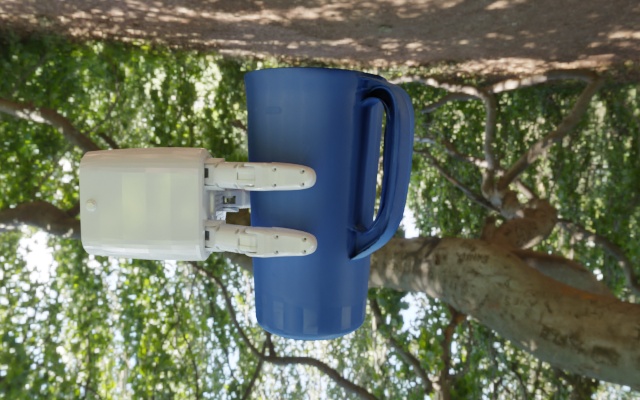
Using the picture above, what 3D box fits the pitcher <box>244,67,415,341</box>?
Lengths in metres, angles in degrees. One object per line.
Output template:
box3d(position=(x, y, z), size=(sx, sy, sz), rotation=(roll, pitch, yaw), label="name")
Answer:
box3d(position=(0.000, 0.001, 0.449), size=(0.145, 0.243, 0.149), rotation=(1, 6, -2), label="pitcher")
